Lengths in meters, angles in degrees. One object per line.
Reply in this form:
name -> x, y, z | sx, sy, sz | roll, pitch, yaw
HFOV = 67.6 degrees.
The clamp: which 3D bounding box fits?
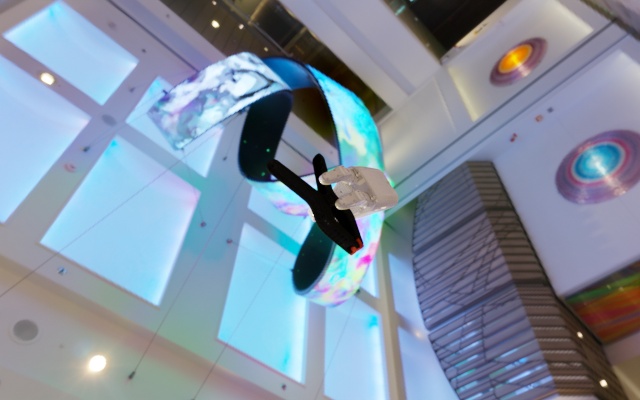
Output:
clamp -> 0.000, 0.004, 0.832 | 0.036, 0.210, 0.164 | -41, -19, 31
